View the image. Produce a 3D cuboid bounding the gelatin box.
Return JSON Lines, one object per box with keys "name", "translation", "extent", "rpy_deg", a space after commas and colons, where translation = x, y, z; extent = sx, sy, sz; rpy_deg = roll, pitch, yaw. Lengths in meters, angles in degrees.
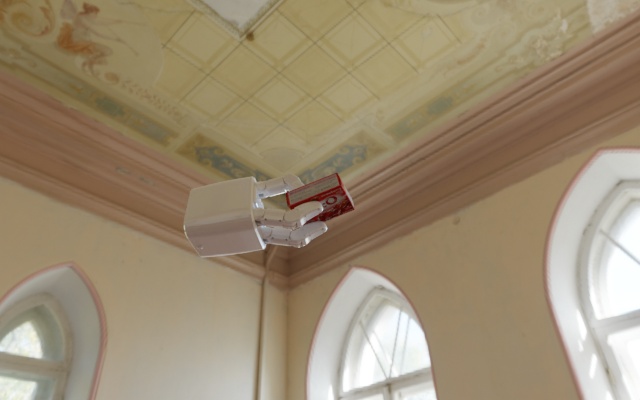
{"name": "gelatin box", "translation": [0.000, 0.002, 0.741], "extent": [0.089, 0.030, 0.073], "rpy_deg": [-22, -37, 8]}
